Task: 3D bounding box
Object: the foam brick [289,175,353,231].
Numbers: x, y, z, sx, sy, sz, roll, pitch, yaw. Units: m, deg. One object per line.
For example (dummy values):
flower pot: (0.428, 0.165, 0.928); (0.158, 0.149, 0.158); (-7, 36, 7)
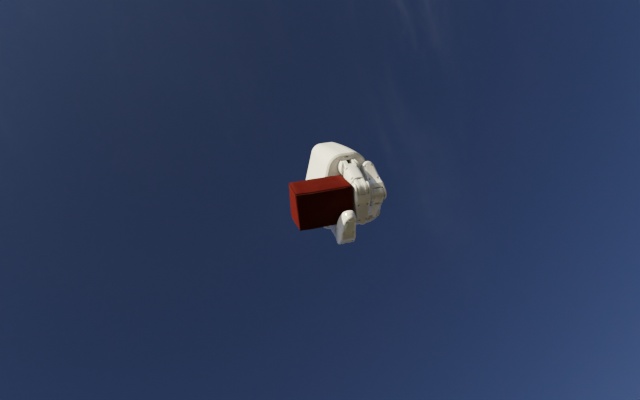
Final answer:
foam brick: (0.000, 0.002, 0.644); (0.078, 0.053, 0.051); (-9, 23, -14)
